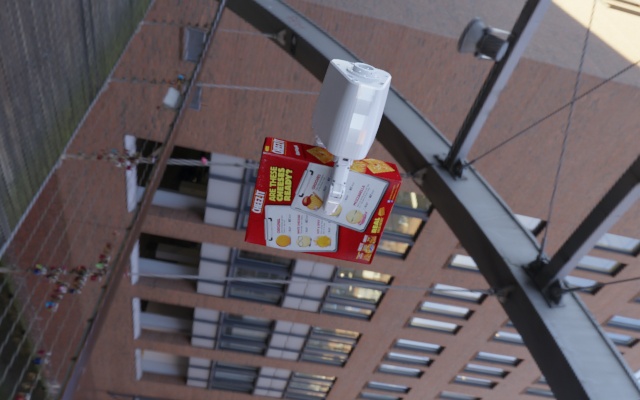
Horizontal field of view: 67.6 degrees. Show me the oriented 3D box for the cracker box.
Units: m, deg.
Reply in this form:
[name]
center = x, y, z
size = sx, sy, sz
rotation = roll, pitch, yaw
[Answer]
[cracker box]
center = 0.000, 0.003, 0.760
size = 0.214, 0.164, 0.072
rotation = 11, 29, -8
